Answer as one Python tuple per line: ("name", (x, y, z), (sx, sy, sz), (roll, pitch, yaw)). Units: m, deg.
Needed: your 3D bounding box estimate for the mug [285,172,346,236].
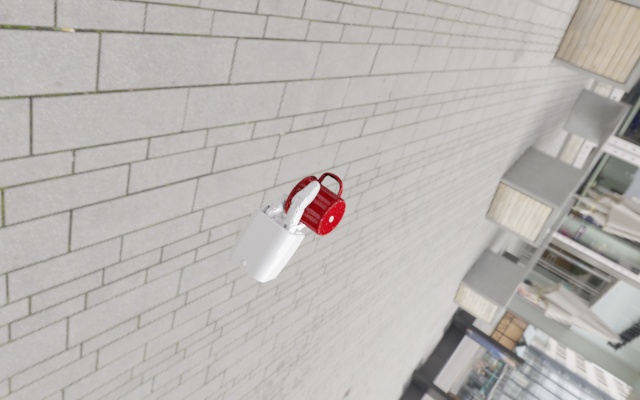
("mug", (0.001, 0.002, 0.898), (0.081, 0.117, 0.093), (35, 3, 26))
